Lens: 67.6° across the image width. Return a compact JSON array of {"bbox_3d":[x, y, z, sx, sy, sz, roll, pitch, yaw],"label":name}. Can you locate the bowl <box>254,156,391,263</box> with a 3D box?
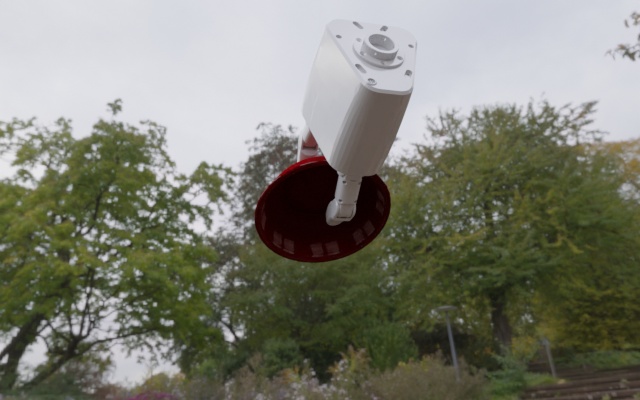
[{"bbox_3d":[-0.001,0.003,0.578,0.162,0.162,0.055,0,40,-12],"label":"bowl"}]
